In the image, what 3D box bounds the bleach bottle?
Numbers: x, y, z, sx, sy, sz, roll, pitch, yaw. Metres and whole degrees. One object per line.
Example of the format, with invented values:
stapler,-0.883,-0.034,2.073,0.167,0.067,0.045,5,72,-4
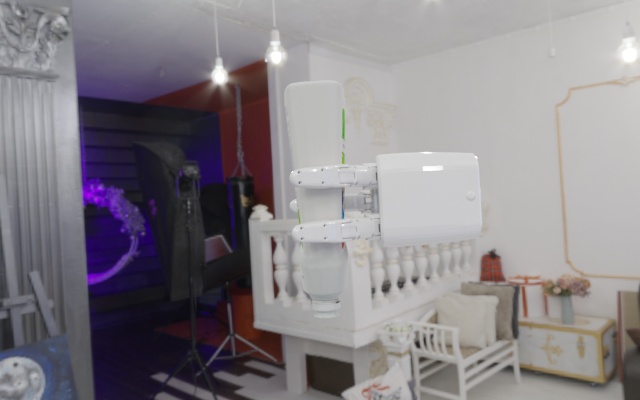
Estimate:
bleach bottle,0.000,0.002,0.535,0.068,0.251,0.102,-3,0,2
